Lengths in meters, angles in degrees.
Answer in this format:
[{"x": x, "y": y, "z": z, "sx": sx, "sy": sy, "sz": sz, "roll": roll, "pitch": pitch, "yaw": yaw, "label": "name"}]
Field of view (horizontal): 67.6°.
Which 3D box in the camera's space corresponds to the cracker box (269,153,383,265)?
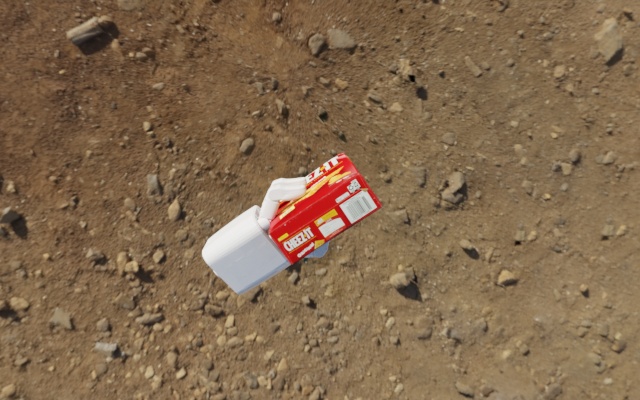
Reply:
[{"x": 0.000, "y": 0.003, "z": 0.797, "sx": 0.164, "sy": 0.072, "sz": 0.213, "roll": -34, "pitch": 14, "yaw": 5, "label": "cracker box"}]
